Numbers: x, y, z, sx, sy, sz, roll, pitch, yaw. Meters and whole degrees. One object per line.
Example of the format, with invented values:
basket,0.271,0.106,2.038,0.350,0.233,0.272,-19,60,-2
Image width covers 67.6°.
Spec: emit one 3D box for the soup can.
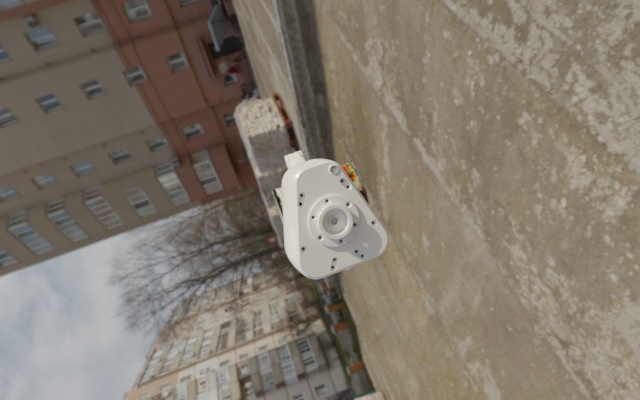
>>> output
soup can,0.000,0.002,0.581,0.102,0.068,0.068,-20,2,-7
